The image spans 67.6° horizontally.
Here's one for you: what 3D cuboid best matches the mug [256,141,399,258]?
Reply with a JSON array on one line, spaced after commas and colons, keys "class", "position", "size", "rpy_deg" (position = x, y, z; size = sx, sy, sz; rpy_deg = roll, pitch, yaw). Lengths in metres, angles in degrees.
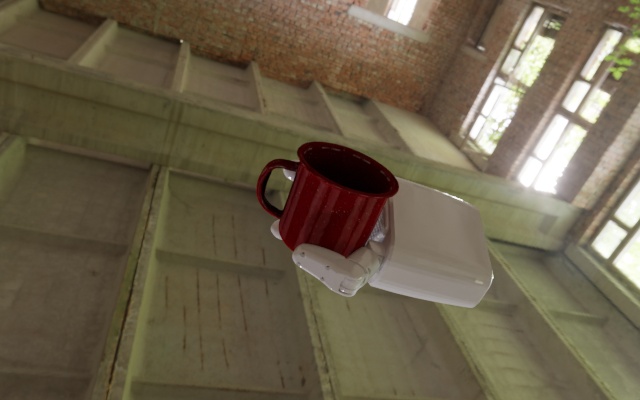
[{"class": "mug", "position": [-0.001, 0.001, 0.424], "size": [0.117, 0.081, 0.093], "rpy_deg": [17, 27, -10]}]
